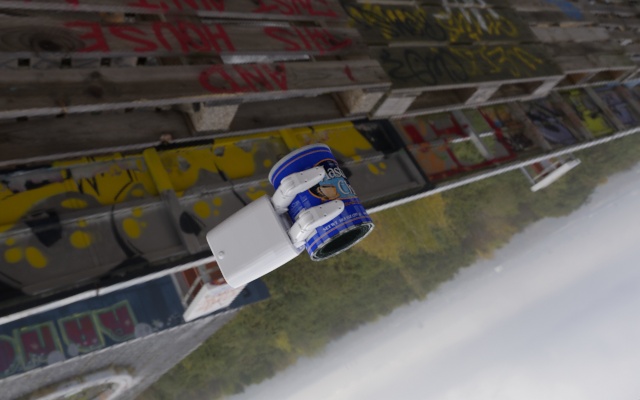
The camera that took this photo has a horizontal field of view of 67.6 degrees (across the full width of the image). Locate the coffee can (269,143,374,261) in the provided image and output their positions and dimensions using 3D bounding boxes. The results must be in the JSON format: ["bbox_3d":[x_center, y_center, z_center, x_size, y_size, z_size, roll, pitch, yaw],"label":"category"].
[{"bbox_3d":[0.000,0.002,0.699,0.103,0.140,0.103,-26,-19,-10],"label":"coffee can"}]
